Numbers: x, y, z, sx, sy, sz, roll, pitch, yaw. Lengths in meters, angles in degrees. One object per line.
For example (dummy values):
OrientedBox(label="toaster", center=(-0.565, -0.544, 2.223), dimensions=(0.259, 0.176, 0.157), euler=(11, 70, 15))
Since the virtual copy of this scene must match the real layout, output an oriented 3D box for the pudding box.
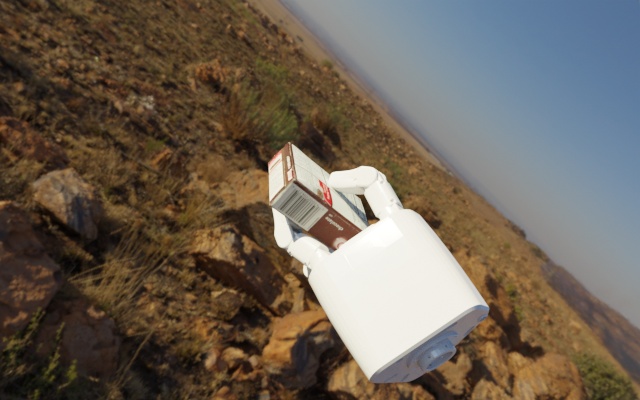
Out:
OrientedBox(label="pudding box", center=(0.000, 0.002, 0.487), dimensions=(0.113, 0.039, 0.090), euler=(39, 18, -24))
